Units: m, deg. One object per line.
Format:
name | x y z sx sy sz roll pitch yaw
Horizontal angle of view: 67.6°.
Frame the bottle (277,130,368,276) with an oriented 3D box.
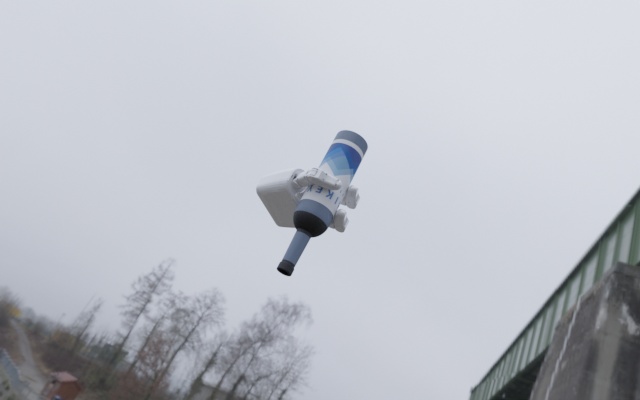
bottle | 0.000 0.003 0.855 0.069 0.295 0.069 22 -28 12
